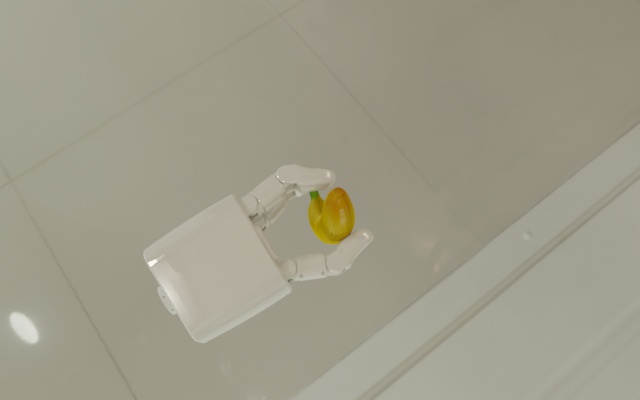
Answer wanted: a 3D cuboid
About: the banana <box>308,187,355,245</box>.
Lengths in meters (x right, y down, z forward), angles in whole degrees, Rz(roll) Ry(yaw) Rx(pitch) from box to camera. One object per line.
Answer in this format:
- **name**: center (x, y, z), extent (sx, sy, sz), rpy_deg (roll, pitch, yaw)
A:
- **banana**: center (0.008, 0.018, 0.540), extent (0.037, 0.069, 0.198), rpy_deg (-27, 7, -8)
